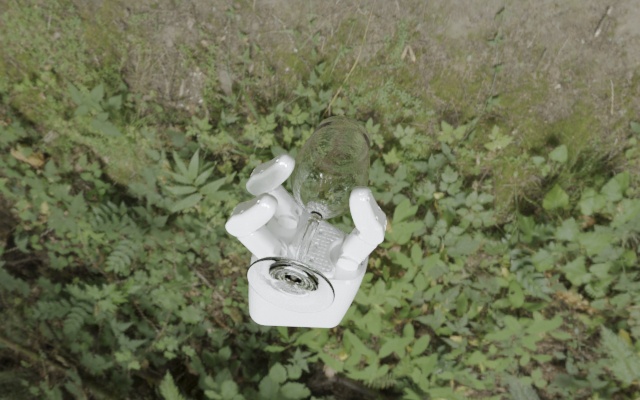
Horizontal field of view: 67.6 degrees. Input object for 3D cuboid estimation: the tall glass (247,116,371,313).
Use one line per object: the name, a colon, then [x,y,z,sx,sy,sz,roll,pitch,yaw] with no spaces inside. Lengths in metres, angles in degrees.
tall glass: [0.000,0.002,0.454,0.079,0.079,0.201,0,44,20]
